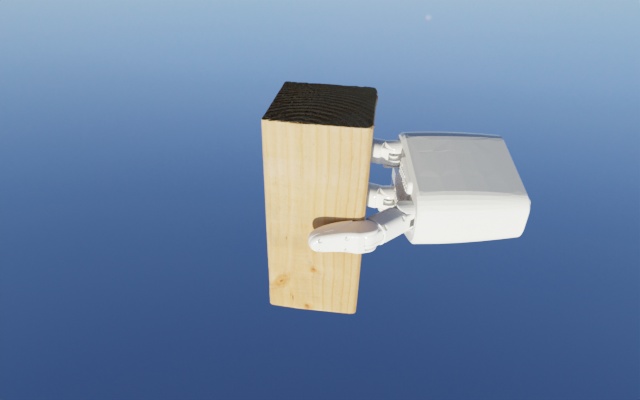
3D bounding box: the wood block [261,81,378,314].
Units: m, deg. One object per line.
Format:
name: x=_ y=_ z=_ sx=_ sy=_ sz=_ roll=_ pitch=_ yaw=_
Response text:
wood block: x=0.000 y=0.002 z=0.462 sx=0.090 sy=0.206 sz=0.090 roll=6 pitch=34 yaw=6
